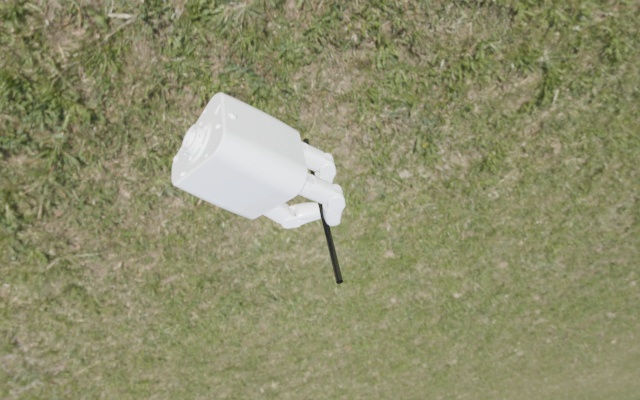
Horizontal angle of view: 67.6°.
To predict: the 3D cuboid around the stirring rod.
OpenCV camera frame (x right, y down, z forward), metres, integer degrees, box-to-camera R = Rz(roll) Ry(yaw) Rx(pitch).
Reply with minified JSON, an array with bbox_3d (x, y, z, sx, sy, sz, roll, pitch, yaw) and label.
[{"bbox_3d":[0.000,0.002,0.609,0.011,0.239,0.011,-8,-41,-7],"label":"stirring rod"}]
